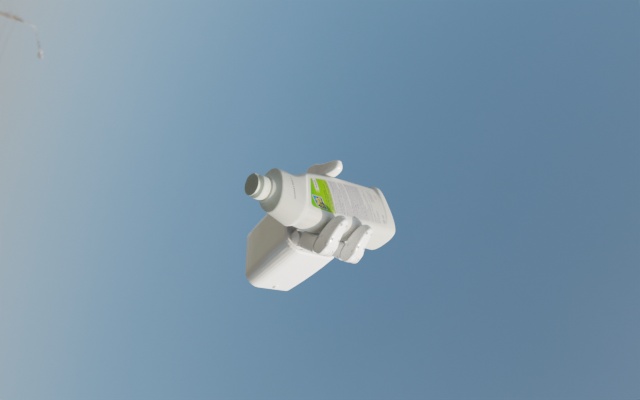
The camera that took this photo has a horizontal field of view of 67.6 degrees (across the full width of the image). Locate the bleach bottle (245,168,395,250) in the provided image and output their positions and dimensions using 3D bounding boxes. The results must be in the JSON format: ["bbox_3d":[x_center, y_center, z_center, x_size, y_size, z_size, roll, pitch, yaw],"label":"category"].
[{"bbox_3d":[0.000,0.002,0.675,0.251,0.102,0.068,18,-49,-43],"label":"bleach bottle"}]
